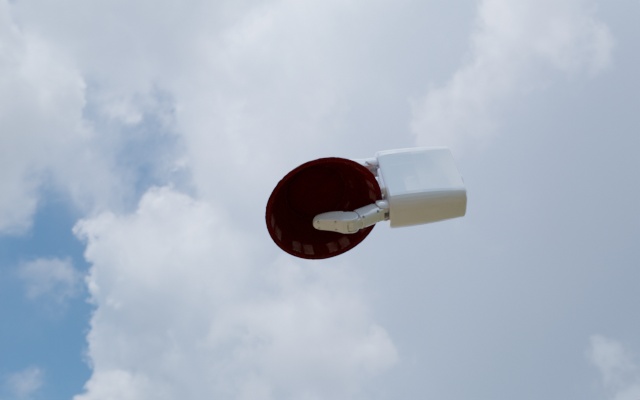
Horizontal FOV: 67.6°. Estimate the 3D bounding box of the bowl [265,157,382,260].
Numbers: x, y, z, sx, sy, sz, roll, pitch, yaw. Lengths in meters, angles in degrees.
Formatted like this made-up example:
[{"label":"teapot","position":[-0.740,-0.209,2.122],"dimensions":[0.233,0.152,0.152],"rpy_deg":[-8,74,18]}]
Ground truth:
[{"label":"bowl","position":[-0.001,0.002,0.657],"dimensions":[0.162,0.162,0.055],"rpy_deg":[0,31,-17]}]
